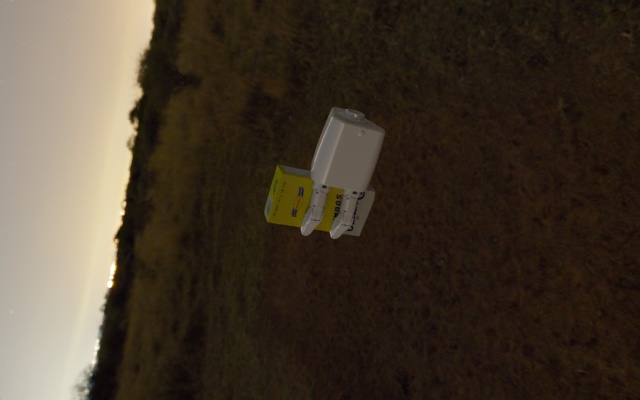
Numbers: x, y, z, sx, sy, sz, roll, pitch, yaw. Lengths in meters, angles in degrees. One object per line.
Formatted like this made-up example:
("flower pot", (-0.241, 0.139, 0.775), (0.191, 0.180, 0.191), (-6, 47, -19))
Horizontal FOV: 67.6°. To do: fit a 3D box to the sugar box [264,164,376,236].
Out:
("sugar box", (0.000, 0.003, 0.817), (0.176, 0.093, 0.048), (10, 22, -21))
